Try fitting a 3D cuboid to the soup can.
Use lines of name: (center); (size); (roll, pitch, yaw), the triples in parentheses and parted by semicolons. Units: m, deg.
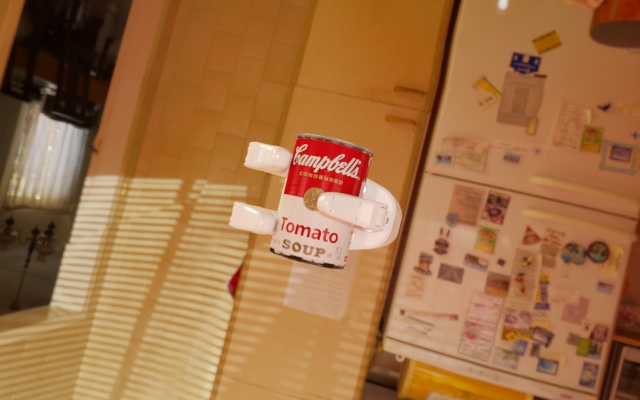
soup can: (0.000, 0.002, 0.407); (0.068, 0.102, 0.068); (14, -2, 0)
